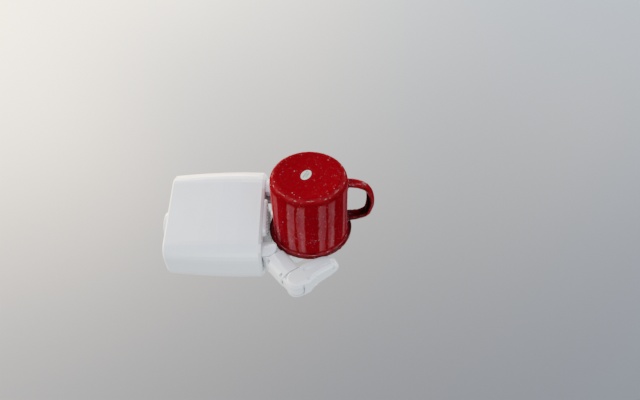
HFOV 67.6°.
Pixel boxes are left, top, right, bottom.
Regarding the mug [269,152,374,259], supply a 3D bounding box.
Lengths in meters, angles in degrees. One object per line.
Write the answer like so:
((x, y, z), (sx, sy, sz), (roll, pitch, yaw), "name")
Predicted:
((0.002, 0.002, 0.515), (0.117, 0.093, 0.082), (-2, -44, -1), "mug")
